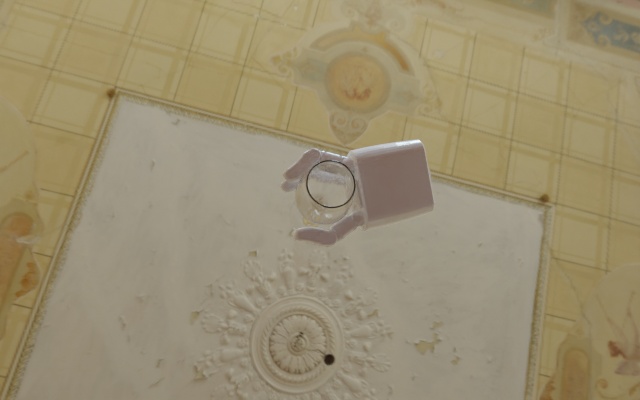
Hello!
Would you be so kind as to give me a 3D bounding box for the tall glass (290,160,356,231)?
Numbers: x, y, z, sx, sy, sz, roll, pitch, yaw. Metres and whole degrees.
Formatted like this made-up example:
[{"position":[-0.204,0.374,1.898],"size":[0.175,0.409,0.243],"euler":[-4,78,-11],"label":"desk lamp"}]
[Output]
[{"position":[0.000,0.002,0.680],"size":[0.079,0.079,0.201],"euler":[0,-13,-7],"label":"tall glass"}]
